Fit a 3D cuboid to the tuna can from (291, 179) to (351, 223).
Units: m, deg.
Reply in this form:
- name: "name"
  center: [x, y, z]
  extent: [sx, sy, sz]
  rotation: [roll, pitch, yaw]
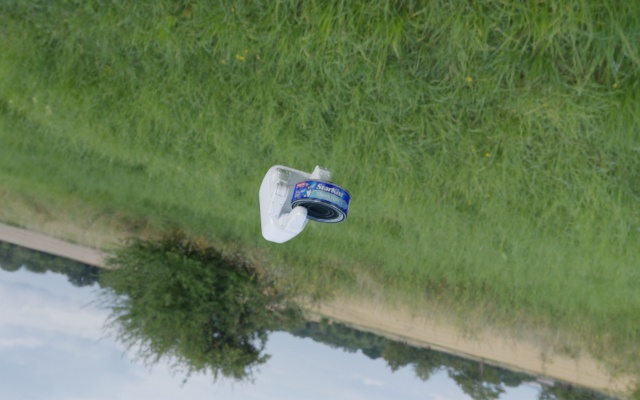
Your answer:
- name: "tuna can"
  center: [0.000, 0.003, 0.698]
  extent: [0.086, 0.033, 0.086]
  rotation: [12, -22, 5]
